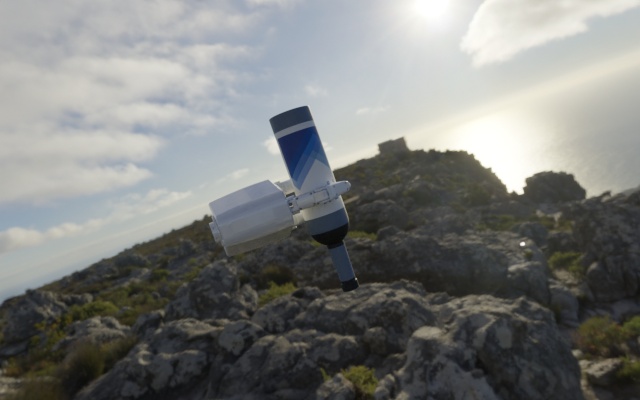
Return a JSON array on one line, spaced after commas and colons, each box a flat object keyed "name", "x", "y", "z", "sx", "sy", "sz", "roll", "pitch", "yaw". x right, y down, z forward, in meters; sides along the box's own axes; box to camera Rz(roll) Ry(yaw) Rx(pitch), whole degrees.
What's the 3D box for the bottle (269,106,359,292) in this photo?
[{"name": "bottle", "x": 0.000, "y": 0.002, "z": 0.751, "sx": 0.069, "sy": 0.296, "sz": 0.069, "roll": -19, "pitch": 4, "yaw": 1}]
